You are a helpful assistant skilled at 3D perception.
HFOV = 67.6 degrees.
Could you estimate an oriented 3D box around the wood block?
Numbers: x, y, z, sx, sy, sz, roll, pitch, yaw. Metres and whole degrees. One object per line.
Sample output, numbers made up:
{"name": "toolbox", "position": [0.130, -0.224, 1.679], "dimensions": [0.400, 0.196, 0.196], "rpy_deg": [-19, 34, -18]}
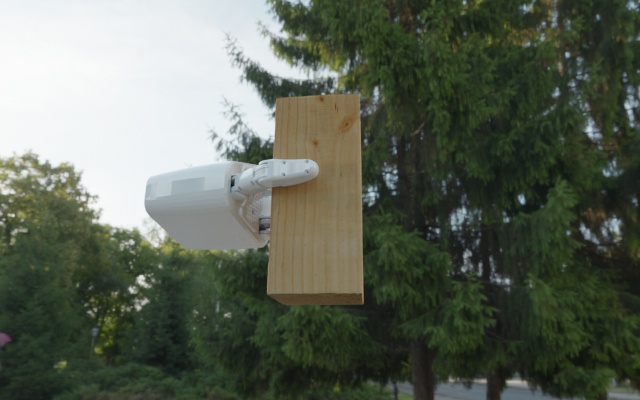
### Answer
{"name": "wood block", "position": [0.000, 0.001, 0.506], "dimensions": [0.090, 0.206, 0.091], "rpy_deg": [-2, -18, 6]}
